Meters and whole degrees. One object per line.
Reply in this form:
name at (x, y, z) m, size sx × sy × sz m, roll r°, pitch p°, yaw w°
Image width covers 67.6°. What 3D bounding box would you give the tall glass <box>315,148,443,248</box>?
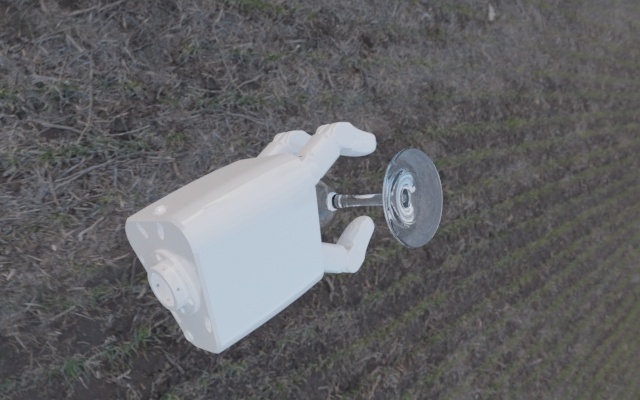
tall glass at (0.001, 0.001, 0.422) m, size 0.079 × 0.079 × 0.201 m, roll 0°, pitch -2°, yaw -44°
